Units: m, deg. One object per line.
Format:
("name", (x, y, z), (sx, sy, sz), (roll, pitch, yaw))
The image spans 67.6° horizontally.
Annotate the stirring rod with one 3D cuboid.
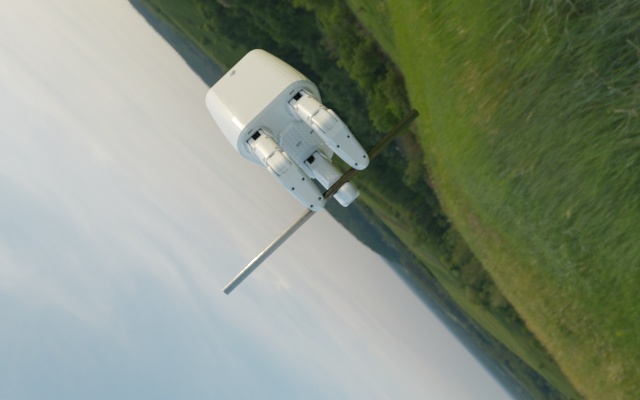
("stirring rod", (0.000, 0.001, 0.437), (0.239, 0.011, 0.011), (-43, -1, 1))
